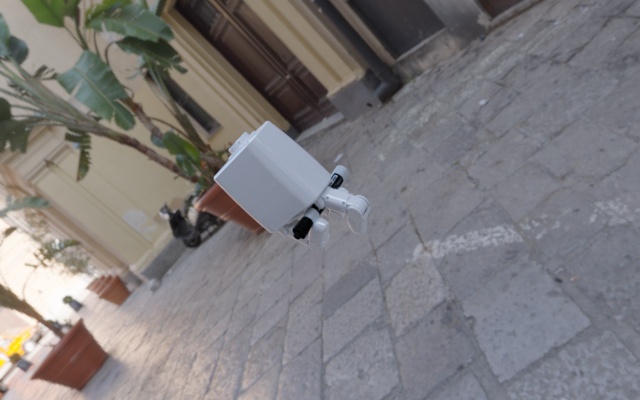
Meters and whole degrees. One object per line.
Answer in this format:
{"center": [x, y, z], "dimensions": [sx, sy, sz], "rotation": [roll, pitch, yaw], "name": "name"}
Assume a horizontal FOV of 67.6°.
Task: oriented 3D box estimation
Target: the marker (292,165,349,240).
{"center": [0.000, 0.002, 0.602], "dimensions": [0.020, 0.020, 0.121], "rotation": [0, 44, 43], "name": "marker"}
